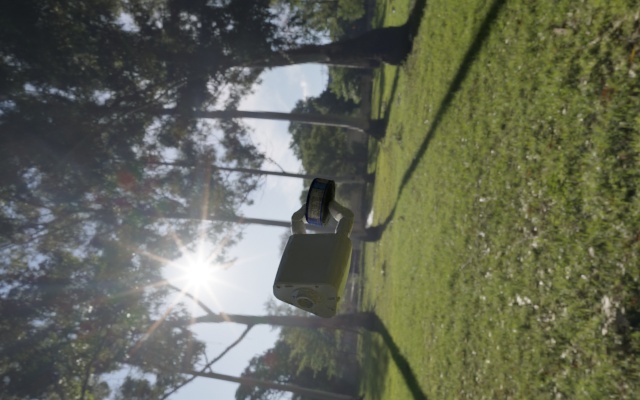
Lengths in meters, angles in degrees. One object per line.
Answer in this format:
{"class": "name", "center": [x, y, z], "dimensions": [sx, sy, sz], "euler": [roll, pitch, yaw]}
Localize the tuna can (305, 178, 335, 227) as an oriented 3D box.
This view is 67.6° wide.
{"class": "tuna can", "center": [0.000, 0.003, 0.859], "dimensions": [0.034, 0.086, 0.086], "euler": [10, 2, 12]}
